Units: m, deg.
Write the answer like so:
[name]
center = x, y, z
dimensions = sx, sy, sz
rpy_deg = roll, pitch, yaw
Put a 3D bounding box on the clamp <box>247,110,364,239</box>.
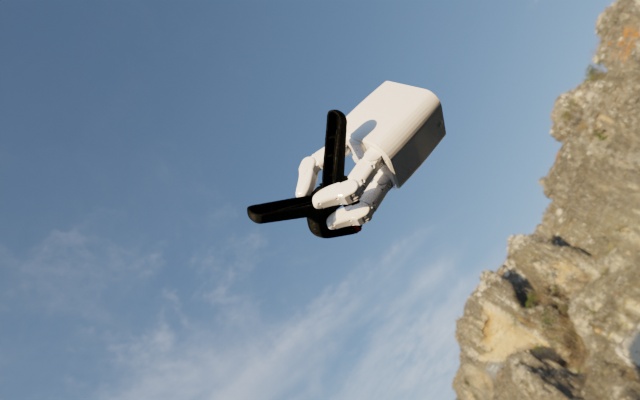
[clamp]
center = 0.000, 0.002, 0.626
dimensions = 0.036, 0.164, 0.210
rpy_deg = 38, -12, 35
